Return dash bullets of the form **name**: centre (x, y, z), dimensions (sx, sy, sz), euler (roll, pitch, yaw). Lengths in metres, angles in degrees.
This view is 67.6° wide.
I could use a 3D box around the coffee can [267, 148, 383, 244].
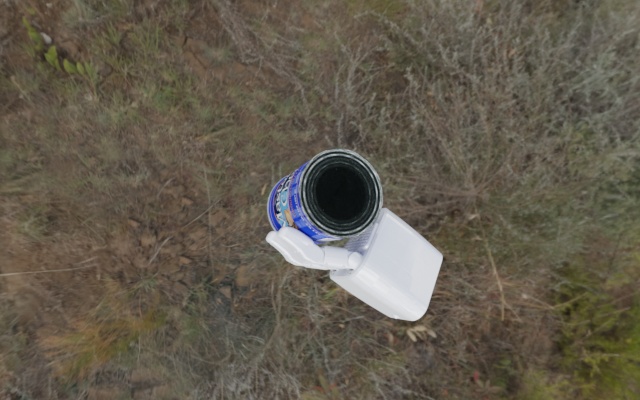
- **coffee can**: centre (0.000, 0.002, 0.596), dimensions (0.103, 0.103, 0.140), euler (0, -9, -21)
